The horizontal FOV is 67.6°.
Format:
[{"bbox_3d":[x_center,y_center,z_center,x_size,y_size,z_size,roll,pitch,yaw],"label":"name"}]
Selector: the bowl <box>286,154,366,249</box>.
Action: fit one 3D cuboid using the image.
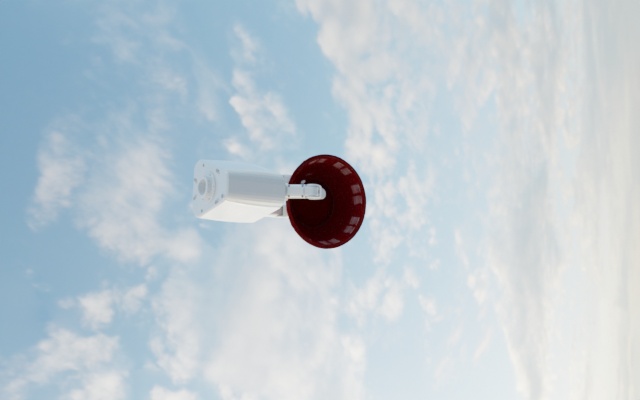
[{"bbox_3d":[0.001,0.003,0.833,0.162,0.162,0.055,0,-3,-31],"label":"bowl"}]
